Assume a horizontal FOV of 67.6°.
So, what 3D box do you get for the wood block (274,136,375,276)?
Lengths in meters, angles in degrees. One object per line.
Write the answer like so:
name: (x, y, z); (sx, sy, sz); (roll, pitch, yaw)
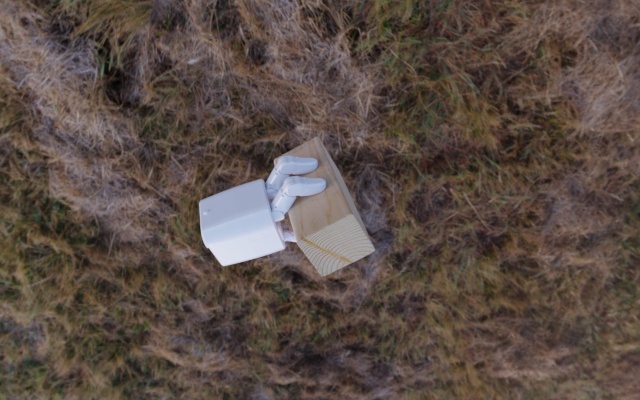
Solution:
wood block: (0.000, 0.003, 0.748); (0.090, 0.091, 0.206); (-28, 41, 6)
